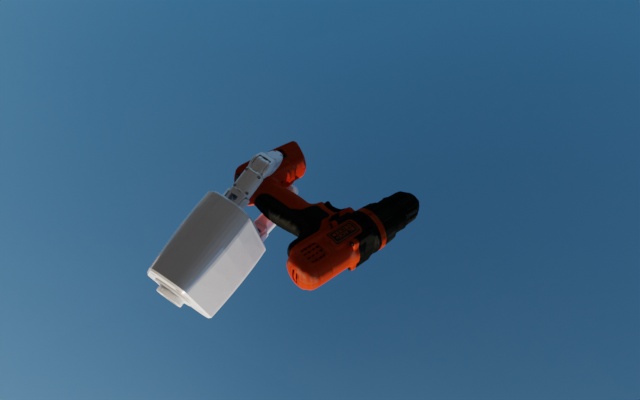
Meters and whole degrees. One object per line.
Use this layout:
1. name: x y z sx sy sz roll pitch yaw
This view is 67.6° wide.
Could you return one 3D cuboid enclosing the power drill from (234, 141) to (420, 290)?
1. power drill: 0.000 0.002 0.573 0.184 0.057 0.187 -28 51 -30
